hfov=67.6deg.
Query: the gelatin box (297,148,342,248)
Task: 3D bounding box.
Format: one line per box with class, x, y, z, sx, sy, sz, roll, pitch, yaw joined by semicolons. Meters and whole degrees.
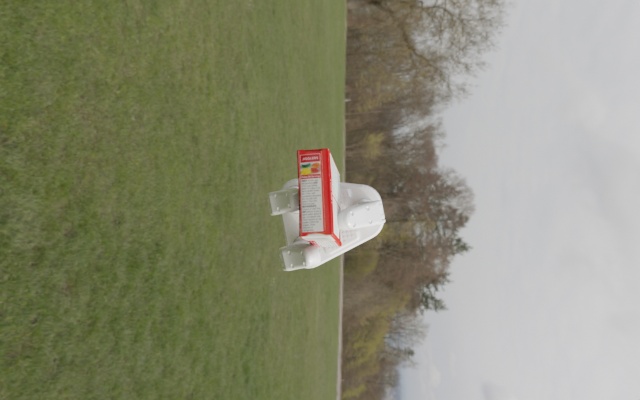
gelatin box;0.000;0.001;0.425;0.030;0.073;0.089;-3;-11;7
